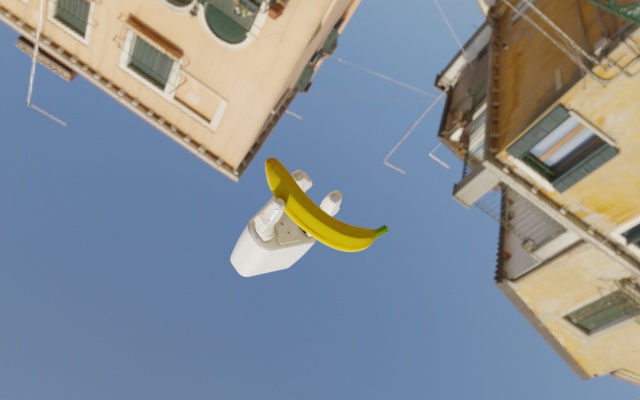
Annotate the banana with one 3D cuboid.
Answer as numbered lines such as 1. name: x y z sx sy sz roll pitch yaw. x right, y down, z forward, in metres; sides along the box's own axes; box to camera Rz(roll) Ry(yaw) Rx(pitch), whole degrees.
1. banana: -0.004 0.016 0.656 0.198 0.069 0.037 32 -40 -4
